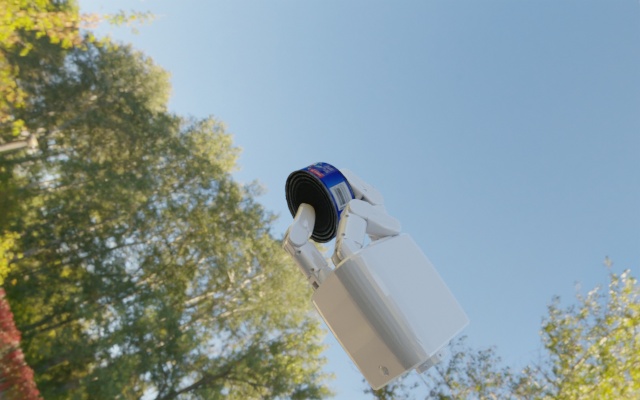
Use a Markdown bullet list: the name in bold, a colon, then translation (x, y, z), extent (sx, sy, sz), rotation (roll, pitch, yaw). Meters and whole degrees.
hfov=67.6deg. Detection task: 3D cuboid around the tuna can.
- **tuna can**: translation (0.000, 0.001, 0.527), extent (0.033, 0.086, 0.086), rotation (-26, 15, -34)
